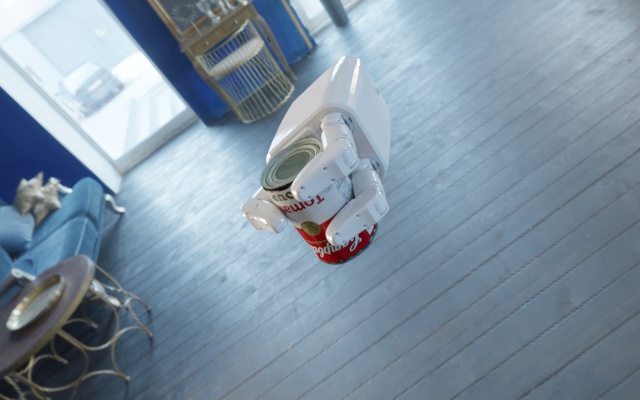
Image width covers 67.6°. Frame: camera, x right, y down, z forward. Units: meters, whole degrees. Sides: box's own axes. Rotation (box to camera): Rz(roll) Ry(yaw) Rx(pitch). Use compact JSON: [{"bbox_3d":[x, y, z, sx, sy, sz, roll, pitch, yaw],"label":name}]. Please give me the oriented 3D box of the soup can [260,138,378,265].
[{"bbox_3d":[0.000,0.002,0.439,0.068,0.068,0.102,0,-44,45],"label":"soup can"}]
